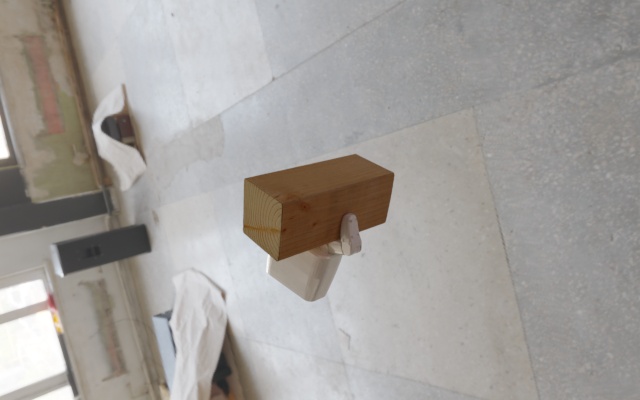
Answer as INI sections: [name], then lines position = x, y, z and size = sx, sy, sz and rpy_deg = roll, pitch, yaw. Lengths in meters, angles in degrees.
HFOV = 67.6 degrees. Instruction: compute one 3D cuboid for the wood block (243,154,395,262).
[wood block]
position = 0.000, 0.003, 0.694
size = 0.206, 0.090, 0.090
rpy_deg = -16, 35, -37
